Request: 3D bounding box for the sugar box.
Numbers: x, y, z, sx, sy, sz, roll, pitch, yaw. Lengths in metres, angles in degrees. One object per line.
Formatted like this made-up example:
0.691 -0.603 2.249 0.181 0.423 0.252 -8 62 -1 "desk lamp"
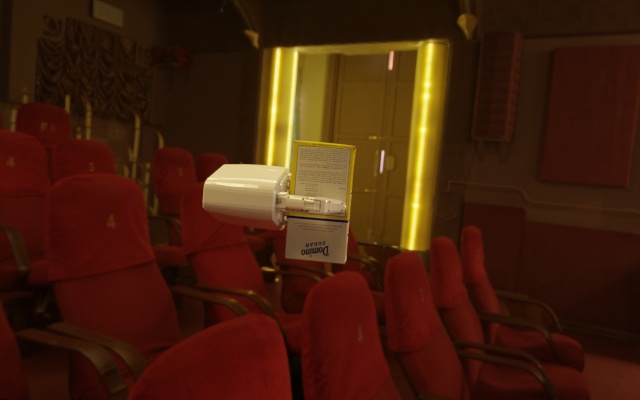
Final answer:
0.000 0.002 0.718 0.093 0.176 0.048 6 4 6 "sugar box"
